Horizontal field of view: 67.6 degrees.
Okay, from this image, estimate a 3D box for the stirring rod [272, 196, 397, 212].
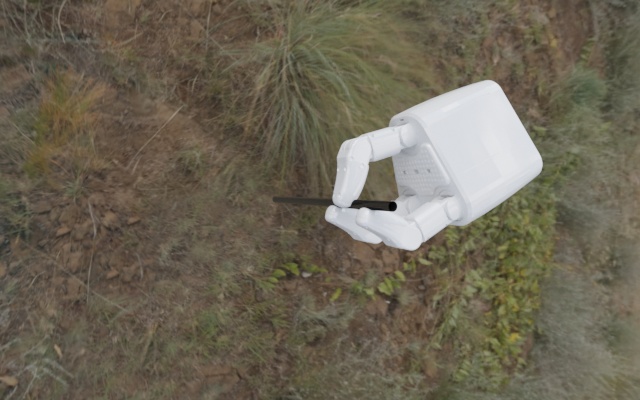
[{"bbox_3d":[0.000,0.001,0.461,0.011,0.011,0.239,0,1,-26],"label":"stirring rod"}]
